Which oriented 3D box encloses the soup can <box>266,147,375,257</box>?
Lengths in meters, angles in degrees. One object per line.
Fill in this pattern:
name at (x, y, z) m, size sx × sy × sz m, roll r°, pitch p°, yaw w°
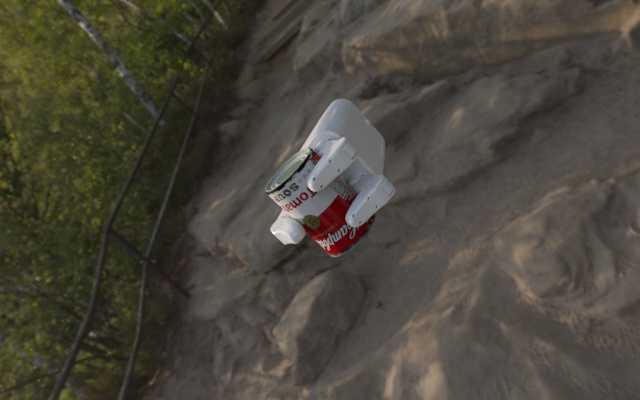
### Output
soup can at (0.000, 0.002, 0.509) m, size 0.102 × 0.068 × 0.068 m, roll 45°, pitch -17°, yaw -17°
